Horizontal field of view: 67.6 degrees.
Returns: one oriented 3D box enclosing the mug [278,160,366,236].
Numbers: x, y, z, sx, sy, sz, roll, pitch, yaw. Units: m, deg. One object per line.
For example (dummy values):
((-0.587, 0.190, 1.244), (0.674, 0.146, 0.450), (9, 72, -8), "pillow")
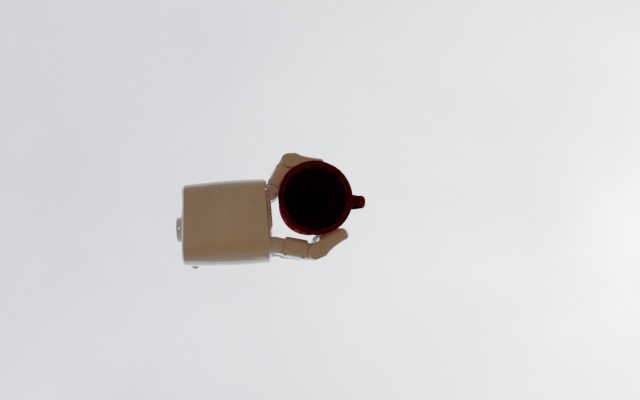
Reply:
((0.001, 0.002, 0.624), (0.117, 0.093, 0.081), (-1, -9, -9), "mug")
